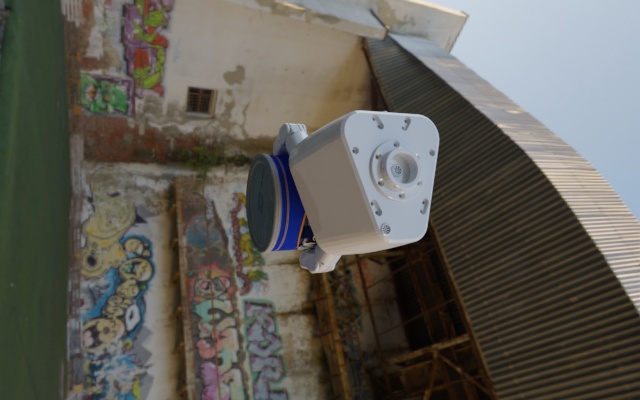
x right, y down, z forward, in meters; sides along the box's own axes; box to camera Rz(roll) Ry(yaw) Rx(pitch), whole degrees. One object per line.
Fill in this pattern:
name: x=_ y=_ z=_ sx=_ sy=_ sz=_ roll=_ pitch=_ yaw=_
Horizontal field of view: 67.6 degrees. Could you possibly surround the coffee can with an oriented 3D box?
coffee can: x=0.000 y=0.002 z=0.521 sx=0.140 sy=0.103 sz=0.103 roll=-1 pitch=0 yaw=-24
